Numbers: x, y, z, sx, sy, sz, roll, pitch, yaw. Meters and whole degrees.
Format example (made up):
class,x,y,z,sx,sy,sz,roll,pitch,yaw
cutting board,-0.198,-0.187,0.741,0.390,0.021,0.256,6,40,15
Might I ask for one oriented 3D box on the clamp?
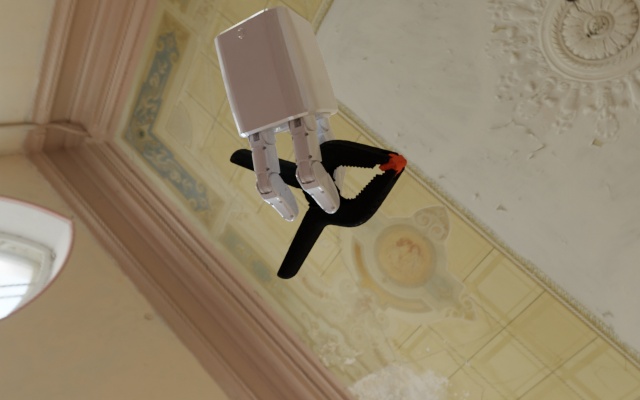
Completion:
class,x,y,z,sx,sy,sz,roll,pitch,yaw
clamp,0.001,0.001,0.523,0.210,0.164,0.036,-12,8,34
